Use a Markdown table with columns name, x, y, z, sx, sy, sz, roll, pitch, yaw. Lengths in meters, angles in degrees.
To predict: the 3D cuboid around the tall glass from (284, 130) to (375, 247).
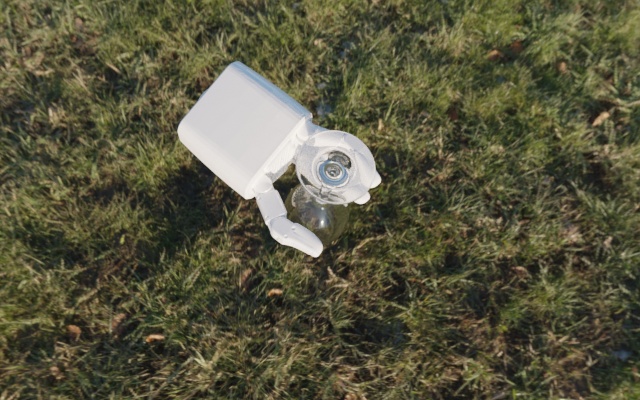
| name | x | y | z | sx | sy | sz | roll | pitch | yaw |
| --- | --- | --- | --- | --- | --- | --- | --- | --- | --- |
| tall glass | 0.000 | 0.002 | 0.528 | 0.079 | 0.079 | 0.201 | 0 | -20 | -8 |
